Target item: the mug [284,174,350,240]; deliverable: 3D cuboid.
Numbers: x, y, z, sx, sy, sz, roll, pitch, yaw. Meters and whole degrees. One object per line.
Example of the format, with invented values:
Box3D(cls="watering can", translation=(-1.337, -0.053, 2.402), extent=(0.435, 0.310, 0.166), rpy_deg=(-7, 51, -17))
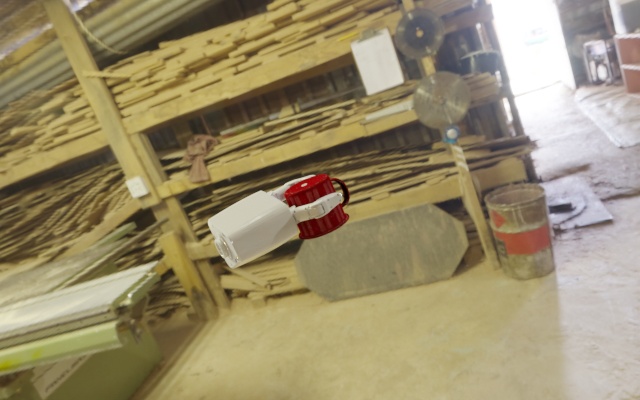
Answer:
Box3D(cls="mug", translation=(0.001, 0.002, 0.802), extent=(0.117, 0.081, 0.093), rpy_deg=(-30, 15, -26))
